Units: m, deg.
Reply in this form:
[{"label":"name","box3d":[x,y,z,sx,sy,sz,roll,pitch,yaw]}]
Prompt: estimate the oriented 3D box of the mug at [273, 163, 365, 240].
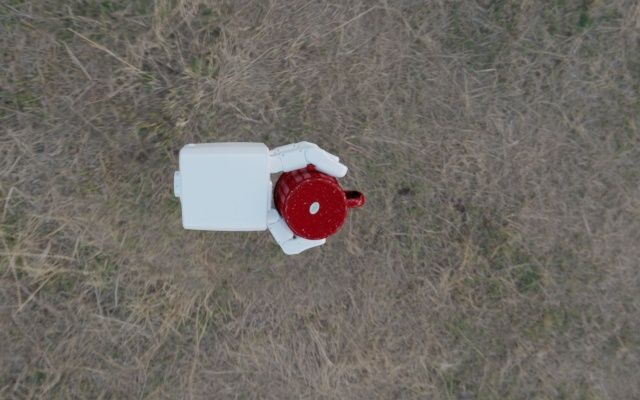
[{"label":"mug","box3d":[0.002,0.002,0.620,0.117,0.093,0.081,-2,14,-10]}]
